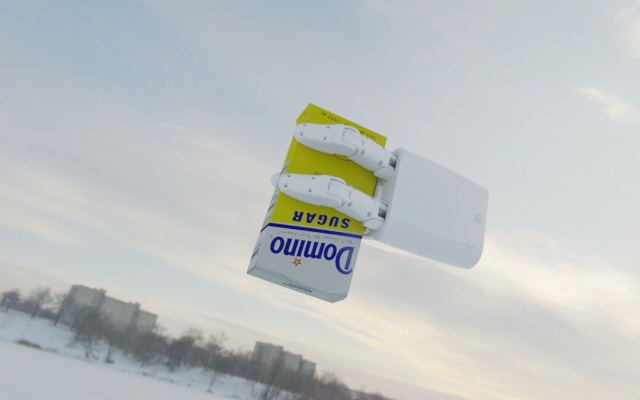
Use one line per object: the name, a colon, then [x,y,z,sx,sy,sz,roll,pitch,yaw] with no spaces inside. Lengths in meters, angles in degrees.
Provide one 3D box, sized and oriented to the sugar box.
sugar box: [0.000,0.001,0.468,0.093,0.176,0.048,21,-24,-13]
